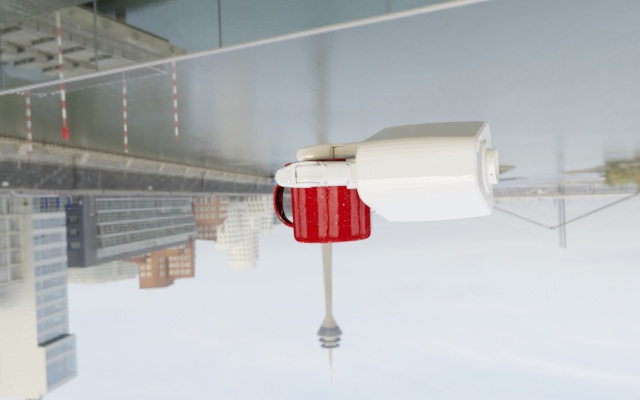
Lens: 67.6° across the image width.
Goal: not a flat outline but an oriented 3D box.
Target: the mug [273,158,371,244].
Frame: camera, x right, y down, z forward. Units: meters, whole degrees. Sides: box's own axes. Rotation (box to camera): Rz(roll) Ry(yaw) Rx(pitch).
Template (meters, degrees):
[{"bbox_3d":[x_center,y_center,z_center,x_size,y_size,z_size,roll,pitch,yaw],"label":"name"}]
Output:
[{"bbox_3d":[-0.001,0.002,0.504,0.117,0.081,0.093,-3,0,27],"label":"mug"}]
